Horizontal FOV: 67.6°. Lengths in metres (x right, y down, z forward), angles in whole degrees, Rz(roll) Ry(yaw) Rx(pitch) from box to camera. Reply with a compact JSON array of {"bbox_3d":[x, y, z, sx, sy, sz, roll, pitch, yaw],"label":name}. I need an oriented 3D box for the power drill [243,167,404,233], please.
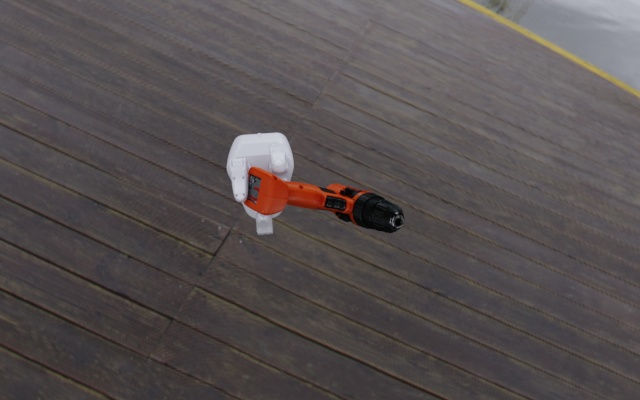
[{"bbox_3d":[0.000,0.002,0.662,0.188,0.057,0.184,11,4,-29],"label":"power drill"}]
